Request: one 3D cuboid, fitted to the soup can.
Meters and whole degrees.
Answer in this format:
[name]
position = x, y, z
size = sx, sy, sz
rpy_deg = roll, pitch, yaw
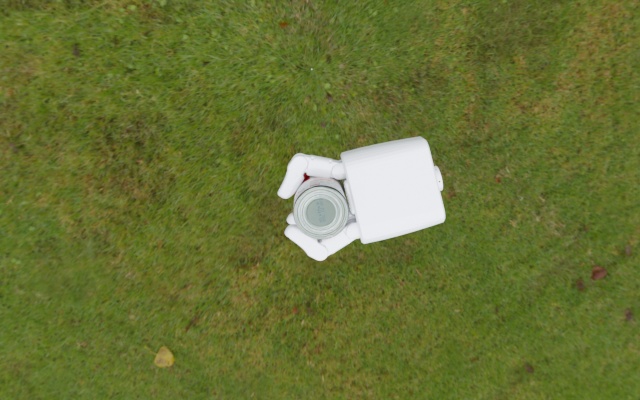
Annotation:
[soup can]
position = 0.000, 0.002, 0.603
size = 0.068, 0.068, 0.102
rpy_deg = 0, 15, -1
